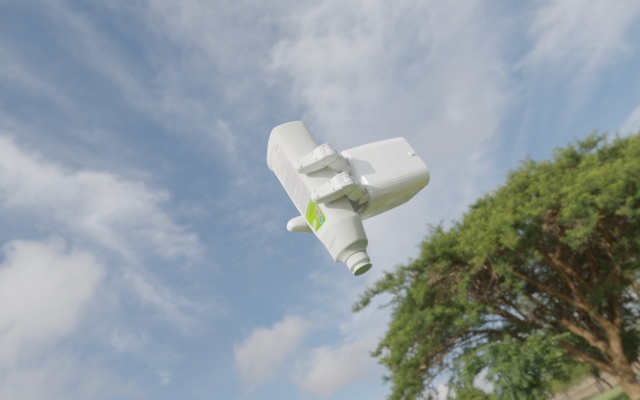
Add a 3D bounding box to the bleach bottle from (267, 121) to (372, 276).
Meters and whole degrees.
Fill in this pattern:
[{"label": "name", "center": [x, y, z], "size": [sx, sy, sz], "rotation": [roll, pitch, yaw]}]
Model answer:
[{"label": "bleach bottle", "center": [0.000, 0.002, 0.695], "size": [0.068, 0.250, 0.103], "rotation": [-18, -32, -20]}]
